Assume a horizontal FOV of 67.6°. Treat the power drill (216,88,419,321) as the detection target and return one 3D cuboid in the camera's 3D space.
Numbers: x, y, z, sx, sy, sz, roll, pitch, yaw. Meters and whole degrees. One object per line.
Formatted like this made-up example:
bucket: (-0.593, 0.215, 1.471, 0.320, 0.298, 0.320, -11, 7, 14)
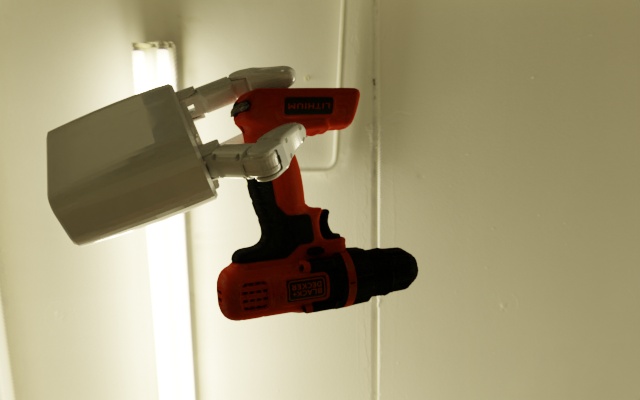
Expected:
power drill: (0.000, 0.001, 0.407, 0.184, 0.187, 0.057, -5, 2, -25)
